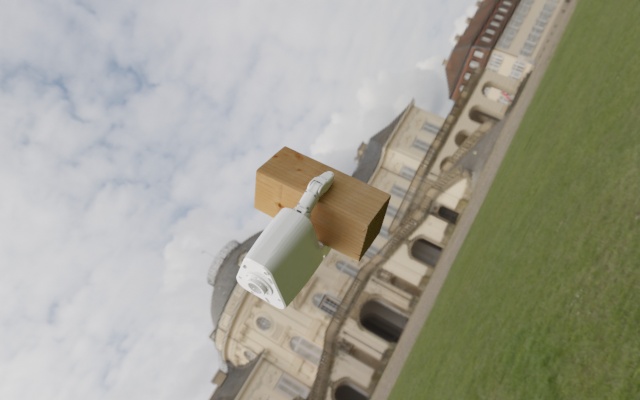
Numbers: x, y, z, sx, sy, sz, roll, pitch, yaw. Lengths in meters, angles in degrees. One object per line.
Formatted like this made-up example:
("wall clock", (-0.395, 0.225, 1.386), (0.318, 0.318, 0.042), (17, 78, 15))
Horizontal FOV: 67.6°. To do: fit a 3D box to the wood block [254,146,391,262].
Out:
("wood block", (0.000, 0.003, 0.799), (0.206, 0.091, 0.090), (26, 44, 17))
